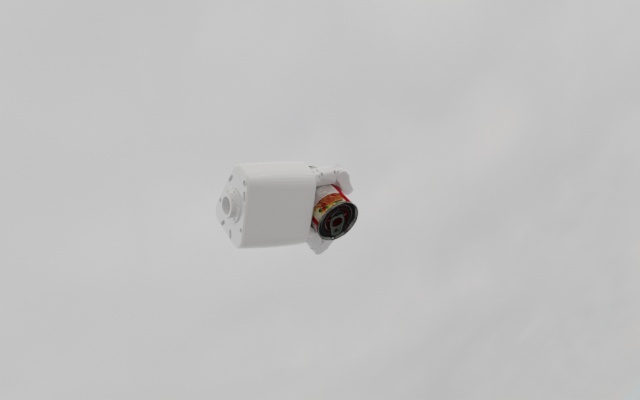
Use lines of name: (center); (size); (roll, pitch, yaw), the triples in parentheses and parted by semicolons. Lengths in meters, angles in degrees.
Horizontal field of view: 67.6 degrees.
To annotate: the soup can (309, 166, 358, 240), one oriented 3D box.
soup can: (0.000, 0.002, 0.714); (0.068, 0.068, 0.102); (0, 34, -38)
